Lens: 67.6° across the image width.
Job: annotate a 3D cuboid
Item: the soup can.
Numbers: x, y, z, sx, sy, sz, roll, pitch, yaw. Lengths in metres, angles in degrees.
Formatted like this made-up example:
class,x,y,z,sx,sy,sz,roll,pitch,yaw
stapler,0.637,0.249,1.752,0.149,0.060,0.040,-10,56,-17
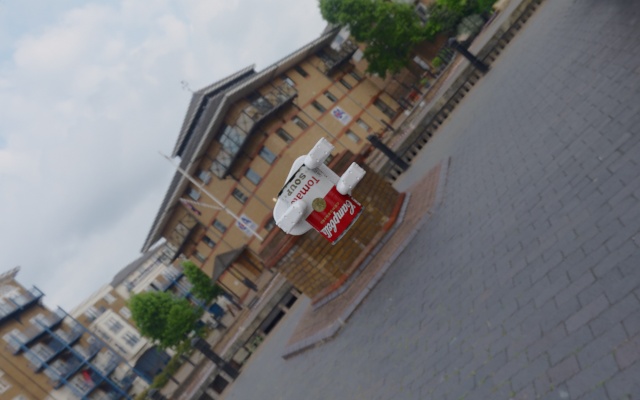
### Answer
class,x,y,z,sx,sy,sz,roll,pitch,yaw
soup can,0.000,0.002,0.651,0.102,0.068,0.068,40,-1,-1
